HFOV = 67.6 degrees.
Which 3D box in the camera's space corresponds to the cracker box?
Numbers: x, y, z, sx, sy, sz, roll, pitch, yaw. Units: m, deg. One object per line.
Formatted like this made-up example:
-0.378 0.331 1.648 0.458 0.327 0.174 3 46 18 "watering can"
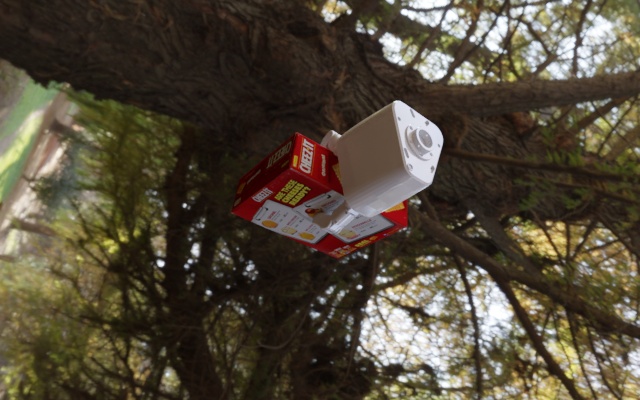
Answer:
0.000 0.003 0.728 0.214 0.072 0.164 27 -37 -28 "cracker box"
